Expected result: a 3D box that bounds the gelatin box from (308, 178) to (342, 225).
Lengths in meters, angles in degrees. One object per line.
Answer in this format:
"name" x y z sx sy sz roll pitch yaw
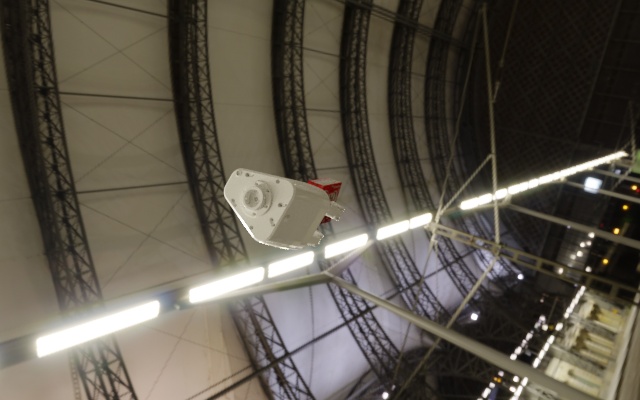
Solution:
"gelatin box" 0.000 0.002 0.795 0.030 0.073 0.089 20 13 19
